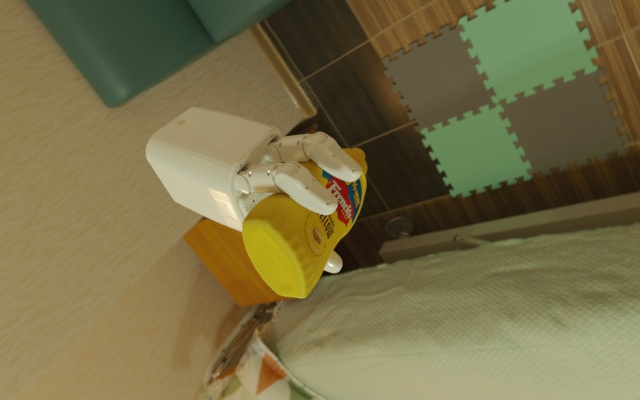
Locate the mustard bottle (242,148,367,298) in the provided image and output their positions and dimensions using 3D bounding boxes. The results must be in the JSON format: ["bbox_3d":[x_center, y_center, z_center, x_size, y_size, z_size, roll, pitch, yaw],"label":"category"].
[{"bbox_3d":[0.000,0.002,0.491,0.058,0.096,0.191,-3,34,35],"label":"mustard bottle"}]
